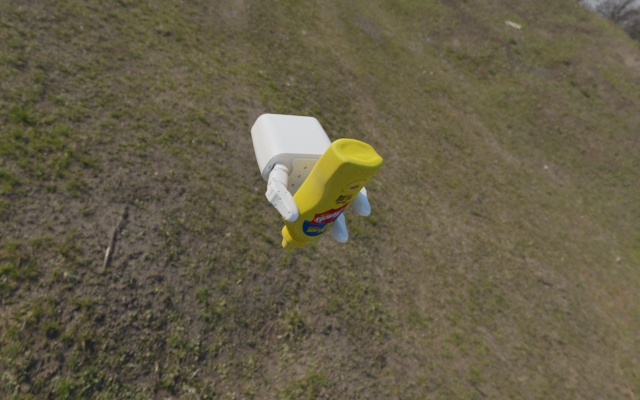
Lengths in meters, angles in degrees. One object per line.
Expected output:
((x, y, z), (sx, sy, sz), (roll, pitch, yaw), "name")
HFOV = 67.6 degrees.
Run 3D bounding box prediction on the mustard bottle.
((0.000, 0.002, 0.665), (0.096, 0.058, 0.192), (-9, -37, -52), "mustard bottle")
